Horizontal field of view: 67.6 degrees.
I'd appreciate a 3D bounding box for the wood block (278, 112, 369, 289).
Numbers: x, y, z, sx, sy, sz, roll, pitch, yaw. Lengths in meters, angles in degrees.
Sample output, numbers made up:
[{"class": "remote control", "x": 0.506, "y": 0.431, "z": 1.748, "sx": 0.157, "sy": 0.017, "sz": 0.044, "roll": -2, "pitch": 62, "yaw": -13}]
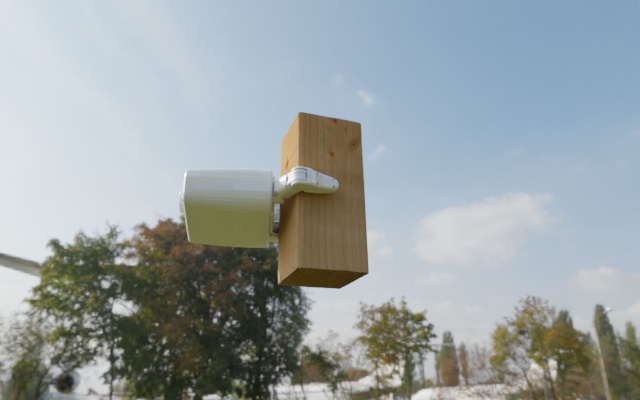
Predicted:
[{"class": "wood block", "x": 0.000, "y": 0.002, "z": 0.621, "sx": 0.090, "sy": 0.206, "sz": 0.091, "roll": 7, "pitch": -24, "yaw": -19}]
